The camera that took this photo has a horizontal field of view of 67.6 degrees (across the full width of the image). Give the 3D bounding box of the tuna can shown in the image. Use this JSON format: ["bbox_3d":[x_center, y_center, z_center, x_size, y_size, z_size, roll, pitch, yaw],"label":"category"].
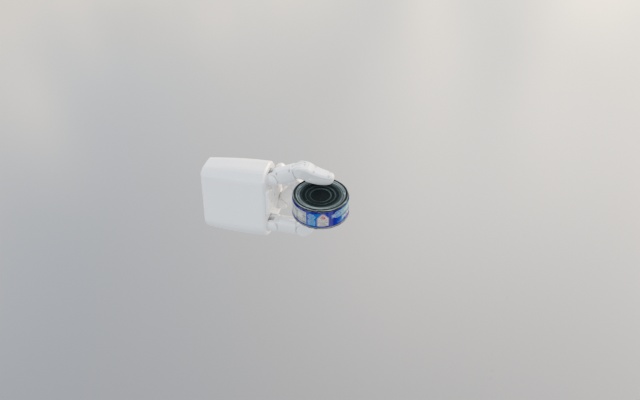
[{"bbox_3d":[0.000,0.002,0.705,0.086,0.034,0.086,0,38,0],"label":"tuna can"}]
